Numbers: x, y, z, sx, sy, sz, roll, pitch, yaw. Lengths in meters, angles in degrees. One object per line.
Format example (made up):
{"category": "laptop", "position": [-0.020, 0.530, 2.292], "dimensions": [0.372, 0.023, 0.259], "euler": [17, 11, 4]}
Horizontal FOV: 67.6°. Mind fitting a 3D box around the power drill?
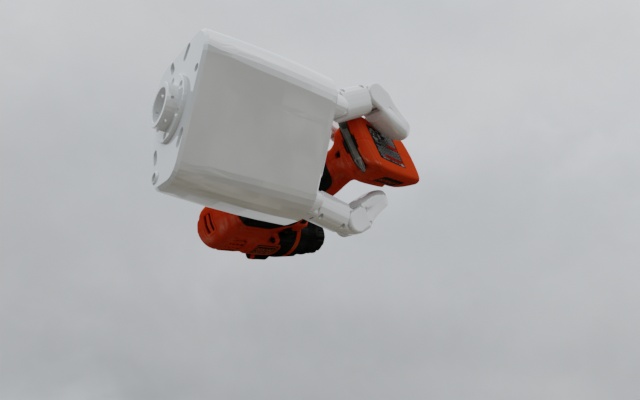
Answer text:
{"category": "power drill", "position": [0.000, 0.001, 0.475], "dimensions": [0.188, 0.057, 0.184], "euler": [-33, -22, 24]}
